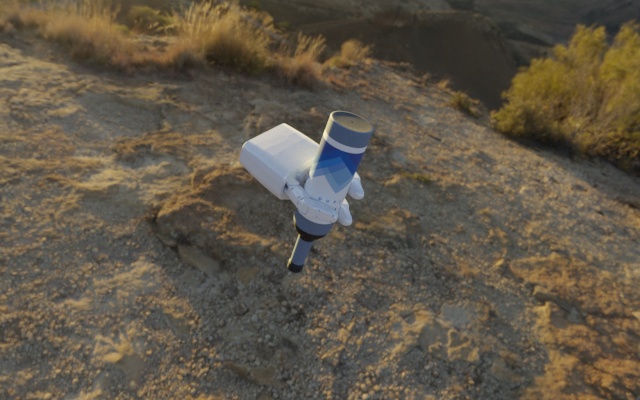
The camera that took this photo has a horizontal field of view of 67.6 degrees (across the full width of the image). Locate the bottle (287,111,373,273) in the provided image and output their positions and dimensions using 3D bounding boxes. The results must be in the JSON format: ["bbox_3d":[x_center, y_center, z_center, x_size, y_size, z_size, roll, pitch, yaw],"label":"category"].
[{"bbox_3d":[0.000,0.002,0.770,0.069,0.296,0.069,15,32,-10],"label":"bottle"}]
